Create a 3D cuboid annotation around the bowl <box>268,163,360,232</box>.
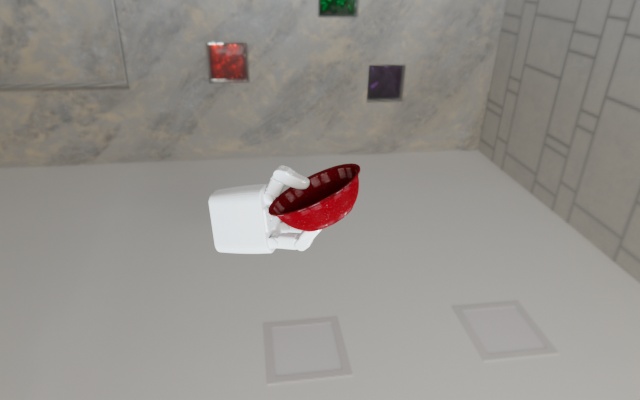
[{"bbox_3d":[0.001,0.003,0.762,0.162,0.055,0.162,-24,17,8],"label":"bowl"}]
